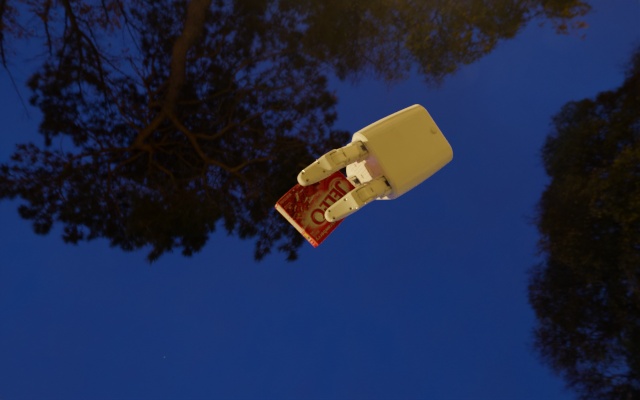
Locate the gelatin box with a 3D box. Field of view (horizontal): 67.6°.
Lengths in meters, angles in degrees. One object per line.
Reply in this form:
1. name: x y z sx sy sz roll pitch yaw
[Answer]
1. gelatin box: 0.000 0.002 0.597 0.089 0.073 0.030 -44 -2 -16
